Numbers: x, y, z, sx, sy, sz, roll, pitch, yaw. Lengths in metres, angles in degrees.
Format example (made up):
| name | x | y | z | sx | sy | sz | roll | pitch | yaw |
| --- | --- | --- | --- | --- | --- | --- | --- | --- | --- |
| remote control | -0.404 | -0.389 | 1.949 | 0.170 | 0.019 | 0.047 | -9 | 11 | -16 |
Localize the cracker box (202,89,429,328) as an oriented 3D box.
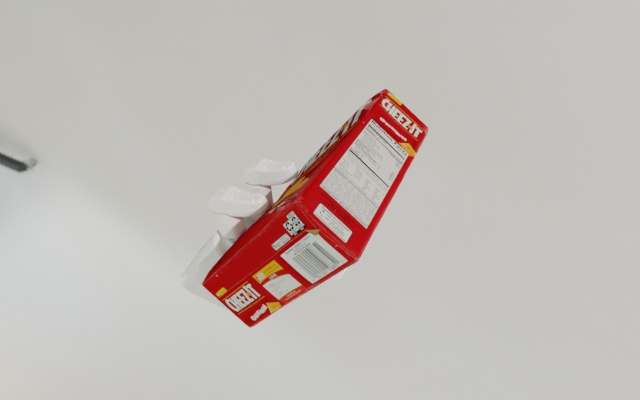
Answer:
| name | x | y | z | sx | sy | sz | roll | pitch | yaw |
| --- | --- | --- | --- | --- | --- | --- | --- | --- | --- |
| cracker box | 0.000 | 0.002 | 0.460 | 0.164 | 0.072 | 0.213 | -40 | 9 | 42 |
